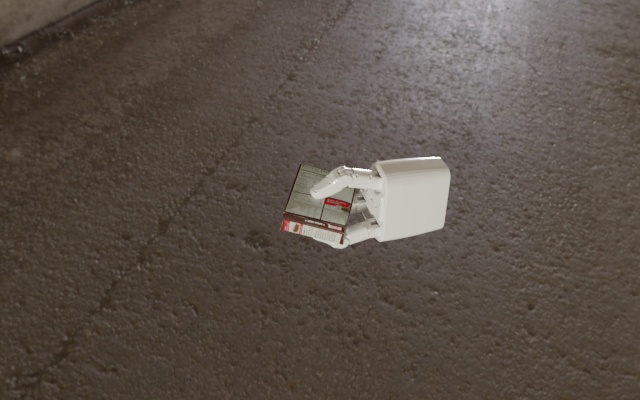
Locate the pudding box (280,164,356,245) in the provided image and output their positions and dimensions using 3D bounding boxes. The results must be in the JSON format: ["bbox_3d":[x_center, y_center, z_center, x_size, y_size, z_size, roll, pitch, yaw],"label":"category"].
[{"bbox_3d":[0.000,0.002,0.677,0.090,0.039,0.113,13,42,3],"label":"pudding box"}]
